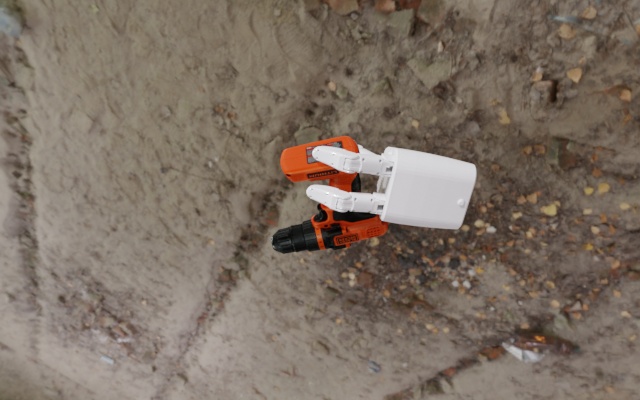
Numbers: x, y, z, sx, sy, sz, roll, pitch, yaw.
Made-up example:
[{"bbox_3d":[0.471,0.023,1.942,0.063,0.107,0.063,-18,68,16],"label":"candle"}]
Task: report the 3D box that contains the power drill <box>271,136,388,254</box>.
[{"bbox_3d":[0.000,0.002,0.697,0.184,0.057,0.188,-13,-43,2],"label":"power drill"}]
